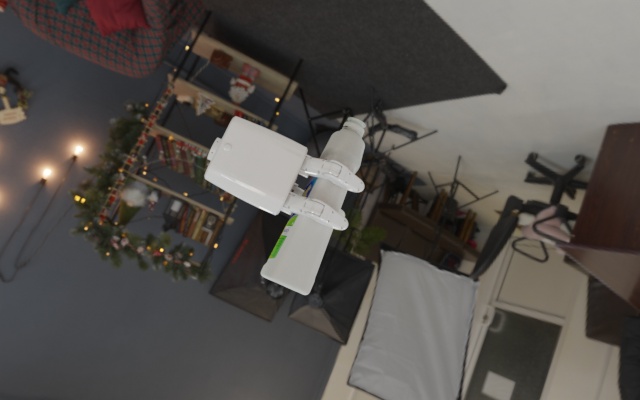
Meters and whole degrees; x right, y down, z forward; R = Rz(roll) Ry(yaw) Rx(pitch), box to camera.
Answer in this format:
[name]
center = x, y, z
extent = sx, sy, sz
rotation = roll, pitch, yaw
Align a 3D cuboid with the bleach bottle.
[bleach bottle]
center = 0.000, 0.002, 0.665
extent = 0.068, 0.250, 0.102
rotation = 26, -11, -9
